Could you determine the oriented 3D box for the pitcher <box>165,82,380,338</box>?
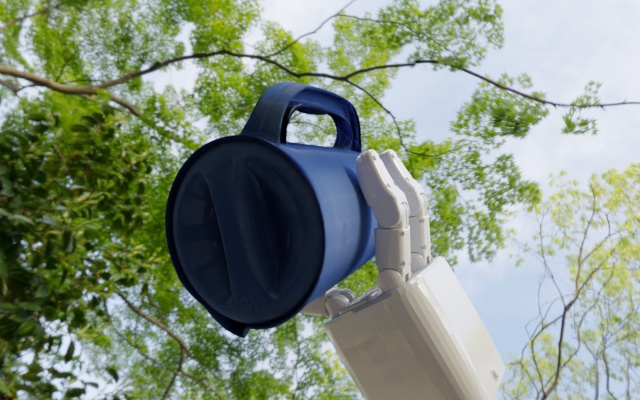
[{"bbox_3d":[0.000,0.002,0.418,0.149,0.145,0.243,-34,-10,27],"label":"pitcher"}]
